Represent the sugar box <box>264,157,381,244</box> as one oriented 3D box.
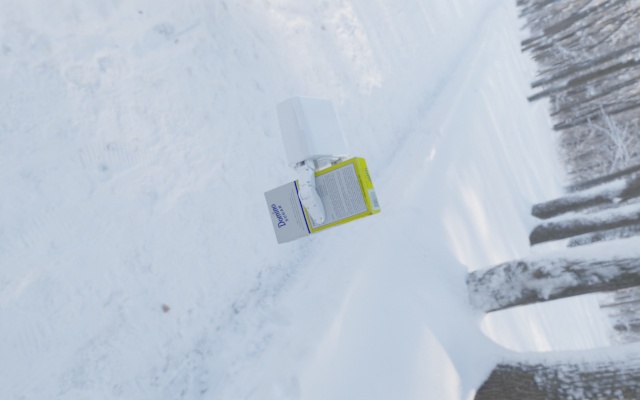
[{"bbox_3d":[0.000,0.002,0.773,0.176,0.093,0.048,-19,-8,27],"label":"sugar box"}]
